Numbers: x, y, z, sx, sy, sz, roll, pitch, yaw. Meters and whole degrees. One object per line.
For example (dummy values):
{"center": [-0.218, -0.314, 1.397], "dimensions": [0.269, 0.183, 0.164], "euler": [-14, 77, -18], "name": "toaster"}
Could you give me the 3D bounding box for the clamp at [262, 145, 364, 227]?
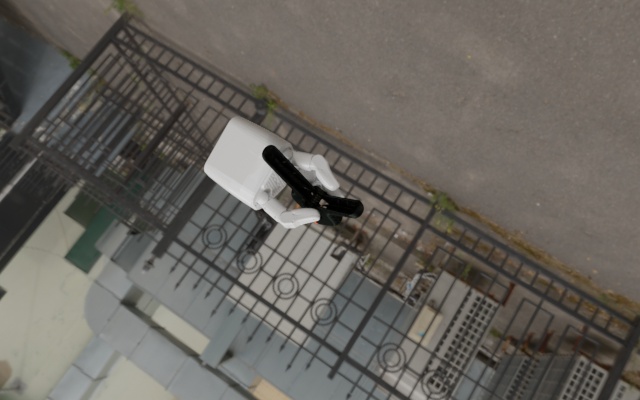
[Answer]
{"center": [0.000, 0.003, 0.733], "dimensions": [0.164, 0.036, 0.210], "euler": [33, -12, 19], "name": "clamp"}
